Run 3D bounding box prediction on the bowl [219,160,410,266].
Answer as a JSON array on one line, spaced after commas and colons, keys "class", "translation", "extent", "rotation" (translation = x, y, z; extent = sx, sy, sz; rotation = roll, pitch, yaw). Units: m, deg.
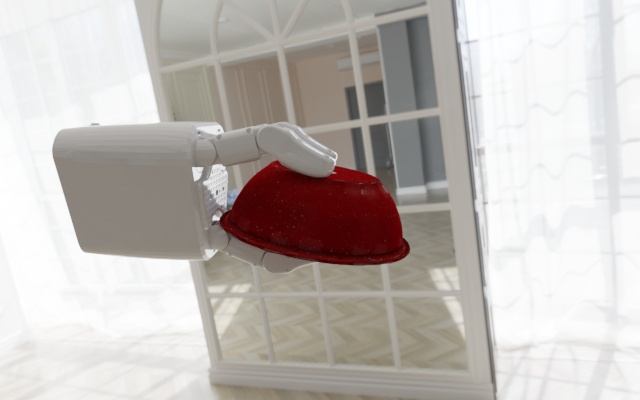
[{"class": "bowl", "translation": [0.001, 0.001, 0.401], "extent": [0.162, 0.055, 0.162], "rotation": [9, 11, -2]}]
